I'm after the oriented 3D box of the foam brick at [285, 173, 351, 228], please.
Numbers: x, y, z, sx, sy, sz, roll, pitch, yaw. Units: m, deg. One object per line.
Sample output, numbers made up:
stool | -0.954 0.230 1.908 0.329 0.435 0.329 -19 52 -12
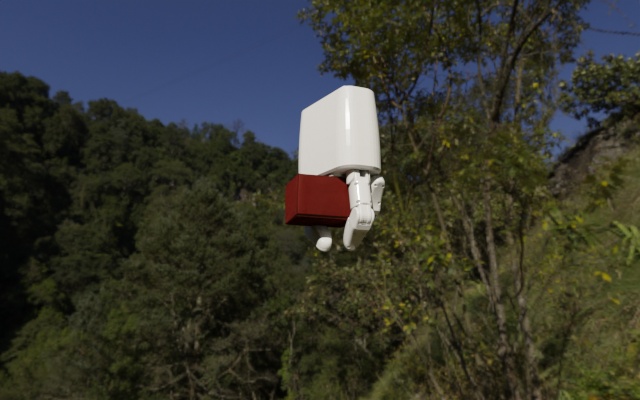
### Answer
foam brick | 0.000 0.002 0.576 0.078 0.051 0.053 4 -15 -21
